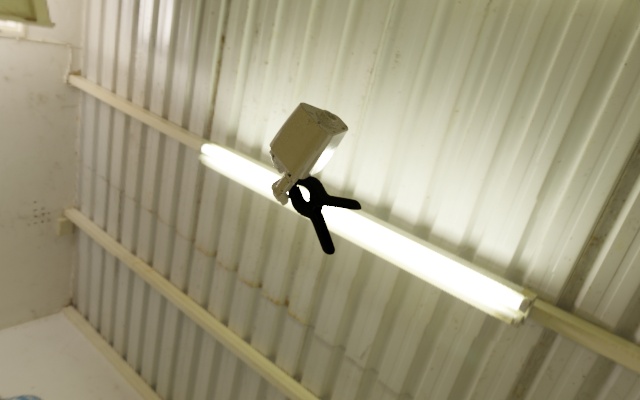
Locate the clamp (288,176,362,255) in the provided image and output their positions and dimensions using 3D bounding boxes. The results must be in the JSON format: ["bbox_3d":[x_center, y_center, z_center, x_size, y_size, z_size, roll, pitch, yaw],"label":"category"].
[{"bbox_3d":[0.000,0.003,0.891,0.120,0.171,0.039,-49,-22,24],"label":"clamp"}]
